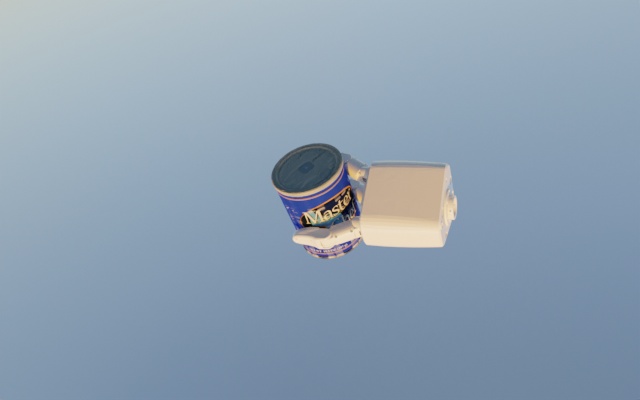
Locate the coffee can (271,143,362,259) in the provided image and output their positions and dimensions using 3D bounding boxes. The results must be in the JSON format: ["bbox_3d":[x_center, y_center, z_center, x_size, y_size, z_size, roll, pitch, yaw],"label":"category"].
[{"bbox_3d":[0.000,0.002,0.699,0.103,0.102,0.140,0,-44,23],"label":"coffee can"}]
